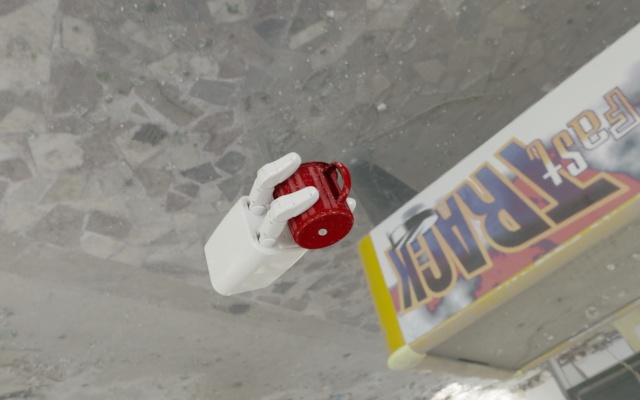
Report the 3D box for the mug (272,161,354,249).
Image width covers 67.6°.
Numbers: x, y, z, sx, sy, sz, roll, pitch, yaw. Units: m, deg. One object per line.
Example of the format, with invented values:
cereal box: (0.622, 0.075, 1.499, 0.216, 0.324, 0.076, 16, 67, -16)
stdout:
mug: (0.001, 0.001, 0.615, 0.093, 0.081, 0.117, 13, -49, -41)
